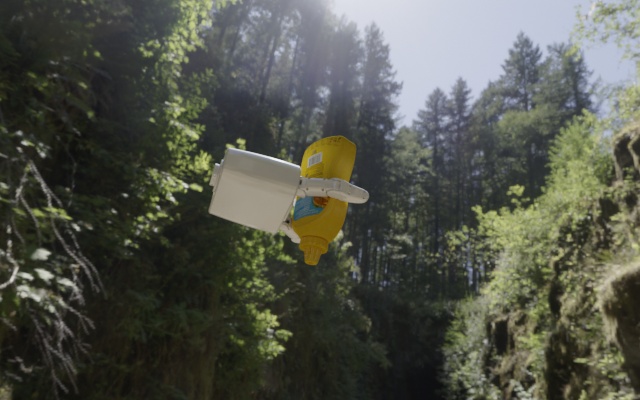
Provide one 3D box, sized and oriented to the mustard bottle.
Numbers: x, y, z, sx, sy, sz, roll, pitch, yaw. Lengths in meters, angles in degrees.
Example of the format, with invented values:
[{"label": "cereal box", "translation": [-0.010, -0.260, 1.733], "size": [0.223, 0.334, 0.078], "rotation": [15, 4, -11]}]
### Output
[{"label": "mustard bottle", "translation": [0.000, 0.002, 0.708], "size": [0.058, 0.191, 0.096], "rotation": [30, -32, -35]}]
